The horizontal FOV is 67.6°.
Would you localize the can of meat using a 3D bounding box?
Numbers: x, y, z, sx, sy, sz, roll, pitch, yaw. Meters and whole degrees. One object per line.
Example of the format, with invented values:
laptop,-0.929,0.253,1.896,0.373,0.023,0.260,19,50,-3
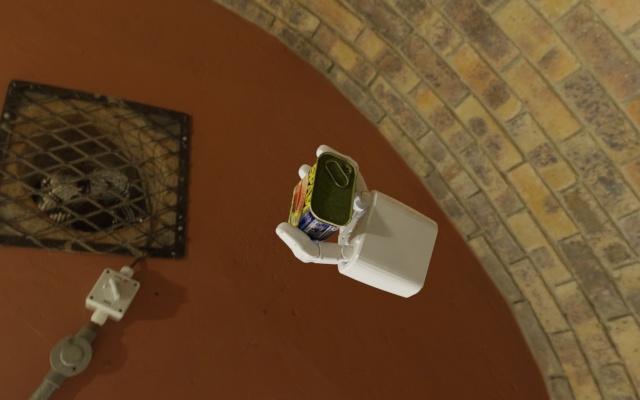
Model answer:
can of meat,0.000,0.002,0.621,0.057,0.102,0.084,20,-34,-17
